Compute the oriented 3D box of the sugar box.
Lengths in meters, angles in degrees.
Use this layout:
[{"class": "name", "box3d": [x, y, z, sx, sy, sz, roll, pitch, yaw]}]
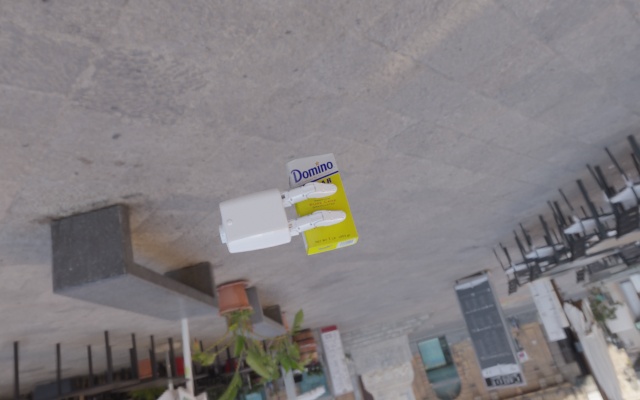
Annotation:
[{"class": "sugar box", "box3d": [0.000, 0.003, 0.869, 0.093, 0.176, 0.048, -12, -21, -11]}]
